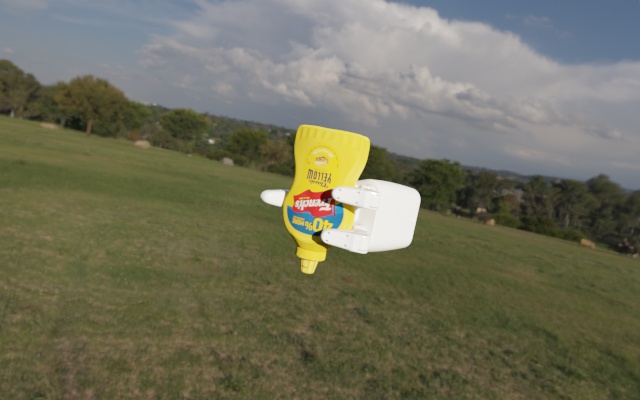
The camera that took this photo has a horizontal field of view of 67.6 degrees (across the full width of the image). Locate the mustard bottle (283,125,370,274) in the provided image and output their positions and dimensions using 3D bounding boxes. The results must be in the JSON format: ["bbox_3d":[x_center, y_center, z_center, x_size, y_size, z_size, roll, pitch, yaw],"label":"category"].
[{"bbox_3d":[0.000,0.002,0.630,0.096,0.191,0.058,13,6,18],"label":"mustard bottle"}]
